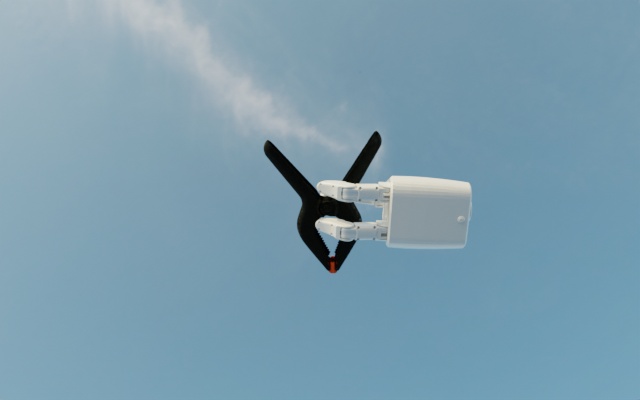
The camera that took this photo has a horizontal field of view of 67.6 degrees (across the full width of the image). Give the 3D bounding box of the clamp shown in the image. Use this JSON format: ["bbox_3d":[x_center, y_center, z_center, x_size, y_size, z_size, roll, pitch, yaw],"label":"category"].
[{"bbox_3d":[0.000,0.003,0.690,0.164,0.210,0.036,3,15,5],"label":"clamp"}]
